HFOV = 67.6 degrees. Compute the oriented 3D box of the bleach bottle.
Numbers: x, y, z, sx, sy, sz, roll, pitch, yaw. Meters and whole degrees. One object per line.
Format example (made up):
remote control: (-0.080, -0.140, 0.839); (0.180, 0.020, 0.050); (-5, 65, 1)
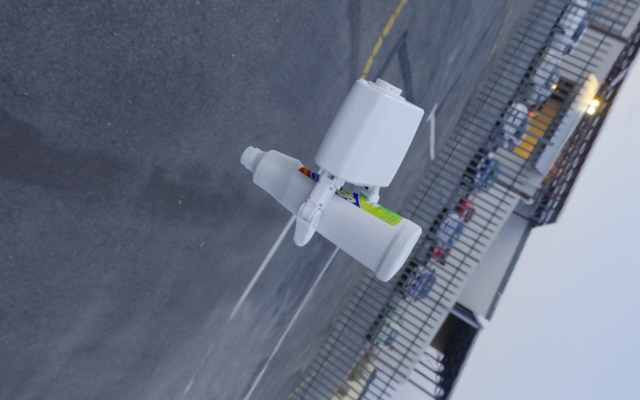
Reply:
bleach bottle: (0.000, 0.002, 0.606); (0.251, 0.068, 0.102); (31, 16, 16)
